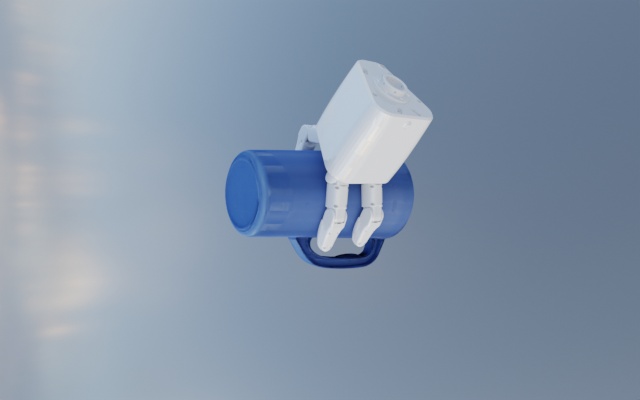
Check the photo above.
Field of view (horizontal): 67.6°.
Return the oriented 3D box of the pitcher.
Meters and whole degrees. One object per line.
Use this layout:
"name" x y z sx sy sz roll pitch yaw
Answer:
"pitcher" 0.000 0.002 0.653 0.243 0.149 0.145 0 -41 -36
